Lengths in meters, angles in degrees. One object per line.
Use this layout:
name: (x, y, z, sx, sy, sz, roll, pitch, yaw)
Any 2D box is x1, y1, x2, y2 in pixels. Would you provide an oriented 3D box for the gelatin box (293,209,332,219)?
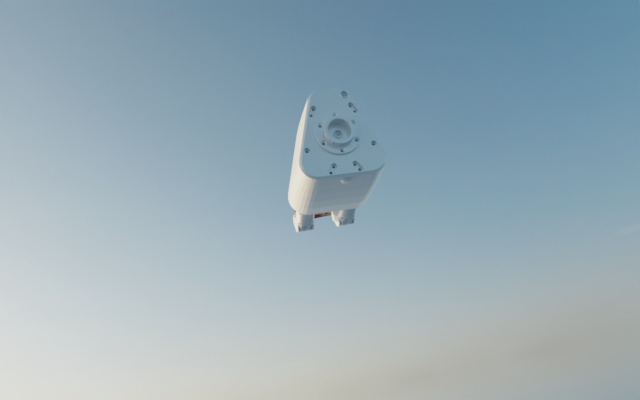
gelatin box: (0.000, 0.002, 0.672, 0.073, 0.030, 0.089, -11, -14, 2)
